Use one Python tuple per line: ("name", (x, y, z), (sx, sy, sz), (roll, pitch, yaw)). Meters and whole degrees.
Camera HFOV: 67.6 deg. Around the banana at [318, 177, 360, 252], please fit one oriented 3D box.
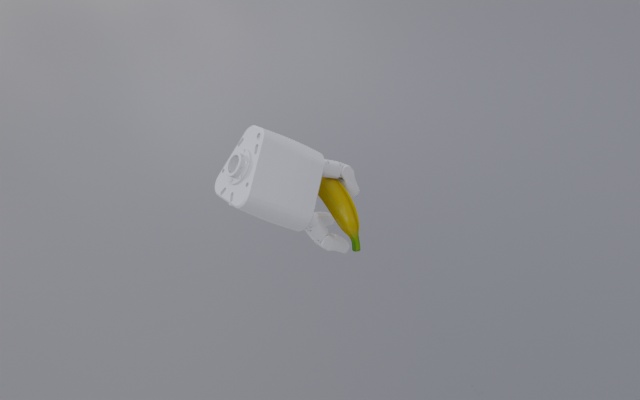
("banana", (0.006, -0.010, 0.716), (0.037, 0.070, 0.197), (-6, 40, -29))
